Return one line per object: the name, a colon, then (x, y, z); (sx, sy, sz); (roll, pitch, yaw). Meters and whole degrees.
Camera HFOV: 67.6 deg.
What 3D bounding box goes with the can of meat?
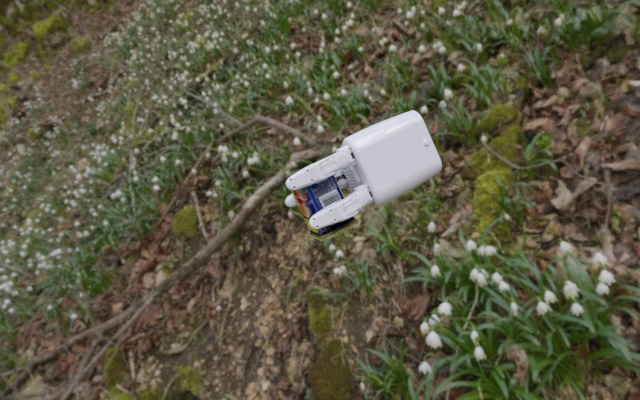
can of meat: (0.000, 0.002, 0.639); (0.057, 0.084, 0.102); (-26, 5, -10)
